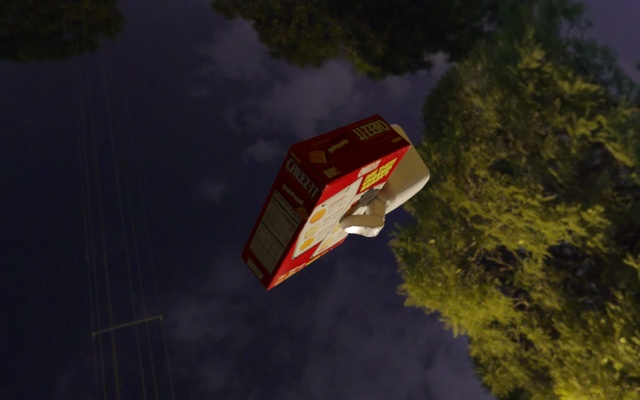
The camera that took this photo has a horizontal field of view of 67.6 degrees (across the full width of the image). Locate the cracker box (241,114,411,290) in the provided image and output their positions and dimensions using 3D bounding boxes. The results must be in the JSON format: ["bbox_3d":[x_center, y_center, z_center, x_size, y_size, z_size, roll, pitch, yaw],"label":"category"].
[{"bbox_3d":[0.000,0.002,0.619,0.164,0.072,0.214,-27,-24,-42],"label":"cracker box"}]
